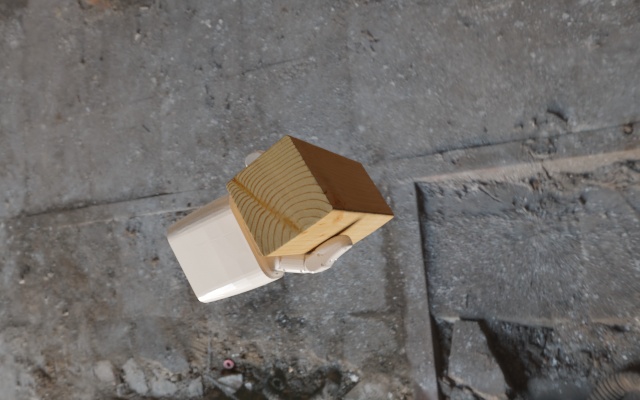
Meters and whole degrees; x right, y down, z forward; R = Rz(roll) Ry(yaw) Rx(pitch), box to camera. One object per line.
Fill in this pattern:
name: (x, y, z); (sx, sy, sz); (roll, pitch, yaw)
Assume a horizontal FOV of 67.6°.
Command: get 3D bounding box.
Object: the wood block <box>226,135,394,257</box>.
wood block: (0.000, 0.002, 0.554); (0.090, 0.090, 0.206); (-36, -17, 19)
